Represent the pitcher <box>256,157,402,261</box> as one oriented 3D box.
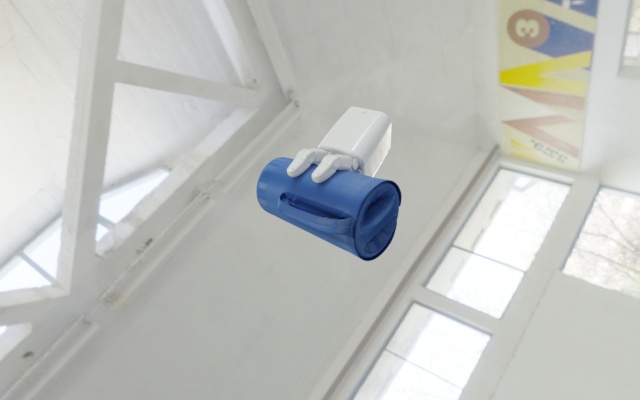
[{"bbox_3d":[0.000,0.003,0.809,0.243,0.145,0.149,19,-25,36],"label":"pitcher"}]
